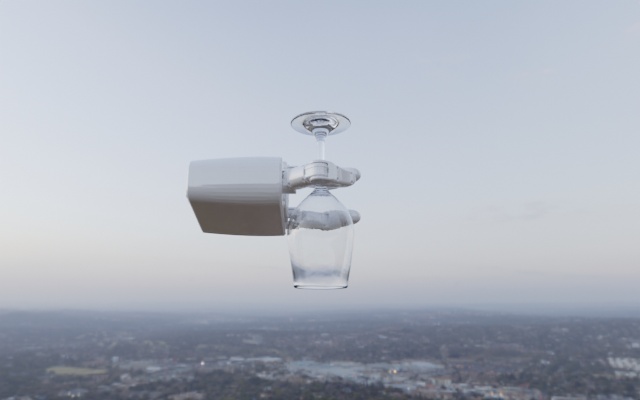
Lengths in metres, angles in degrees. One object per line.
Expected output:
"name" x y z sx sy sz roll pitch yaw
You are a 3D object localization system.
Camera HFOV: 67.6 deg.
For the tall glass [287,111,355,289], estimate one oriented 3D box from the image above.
"tall glass" 0.000 0.001 0.563 0.079 0.201 0.079 0 -14 0
